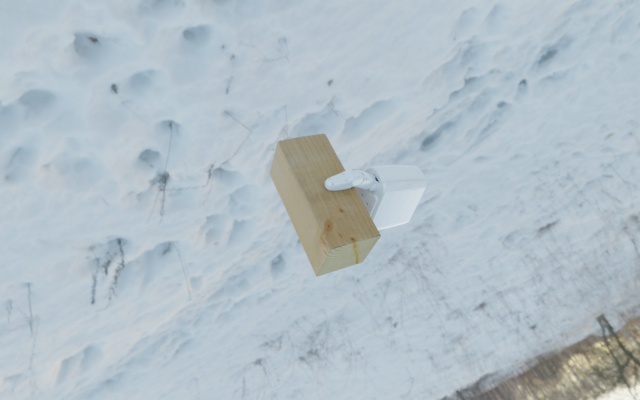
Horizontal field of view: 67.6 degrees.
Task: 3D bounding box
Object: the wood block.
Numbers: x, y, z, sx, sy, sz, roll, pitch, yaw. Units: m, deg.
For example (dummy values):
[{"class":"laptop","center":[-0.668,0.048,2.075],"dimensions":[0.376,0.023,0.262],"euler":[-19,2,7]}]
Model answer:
[{"class":"wood block","center":[0.001,0.002,0.768],"dimensions":[0.090,0.206,0.091],"euler":[-13,-30,-26]}]
